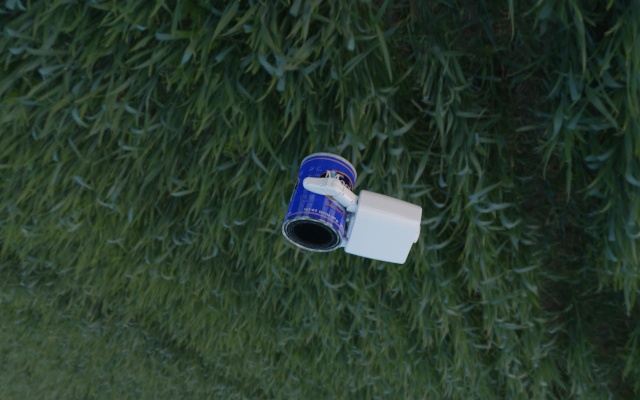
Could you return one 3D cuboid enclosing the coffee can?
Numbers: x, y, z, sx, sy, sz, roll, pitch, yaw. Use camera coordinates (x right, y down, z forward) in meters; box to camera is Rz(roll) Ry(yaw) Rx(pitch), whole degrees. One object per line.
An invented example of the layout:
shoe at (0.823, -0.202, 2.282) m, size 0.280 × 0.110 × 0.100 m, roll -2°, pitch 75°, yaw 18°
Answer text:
coffee can at (0.000, 0.003, 0.825) m, size 0.103 × 0.140 × 0.103 m, roll 10°, pitch -35°, yaw 7°
